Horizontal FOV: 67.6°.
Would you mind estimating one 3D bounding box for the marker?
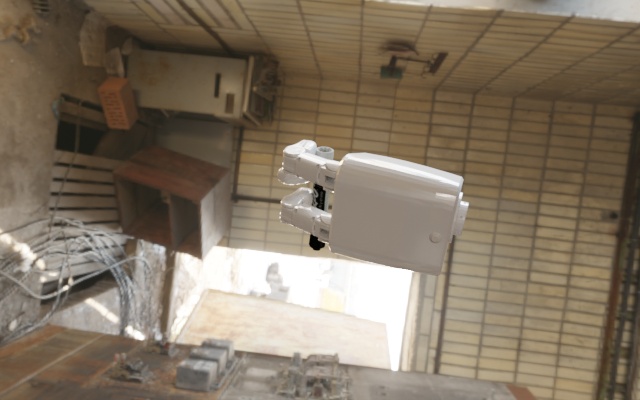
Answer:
[{"bbox_3d":[0.000,0.002,0.514,0.020,0.121,0.020,4,27,-2],"label":"marker"}]
